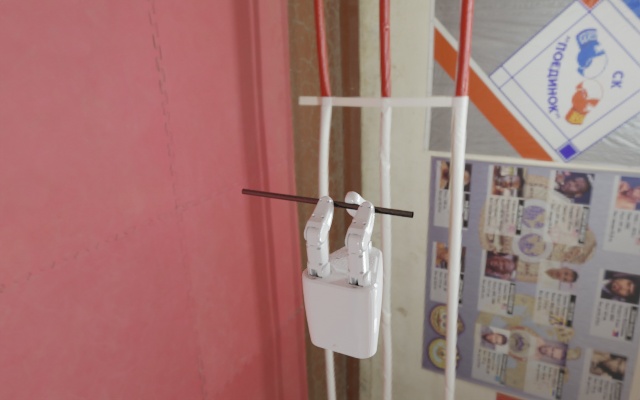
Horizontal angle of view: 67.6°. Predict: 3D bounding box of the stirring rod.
[{"bbox_3d":[0.000,0.002,0.606,0.239,0.011,0.011,8,3,27],"label":"stirring rod"}]
